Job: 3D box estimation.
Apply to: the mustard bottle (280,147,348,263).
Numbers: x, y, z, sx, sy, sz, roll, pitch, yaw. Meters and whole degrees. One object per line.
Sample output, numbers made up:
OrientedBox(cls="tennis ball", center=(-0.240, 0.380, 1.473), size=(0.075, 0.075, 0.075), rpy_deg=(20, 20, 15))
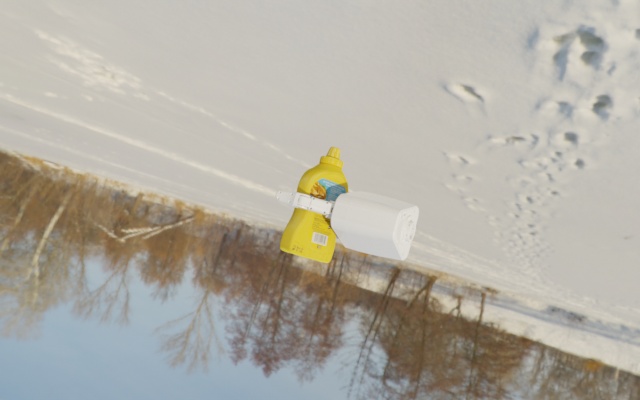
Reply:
OrientedBox(cls="mustard bottle", center=(0.000, 0.003, 0.801), size=(0.096, 0.191, 0.058), rpy_deg=(21, -7, -38))
